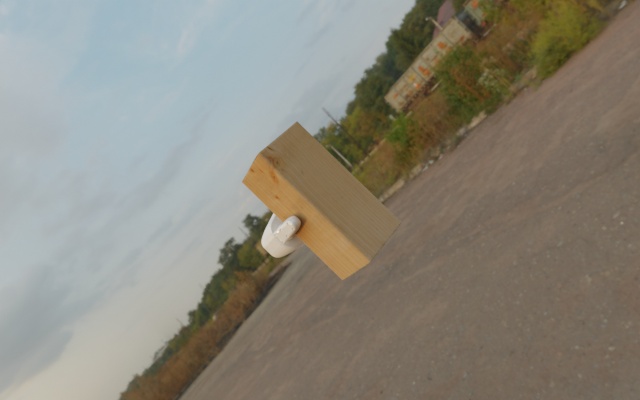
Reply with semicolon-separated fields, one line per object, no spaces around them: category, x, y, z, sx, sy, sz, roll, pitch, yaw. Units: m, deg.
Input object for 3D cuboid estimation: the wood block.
wood block;0.000;0.002;0.684;0.090;0.206;0.090;-46;0;-35
